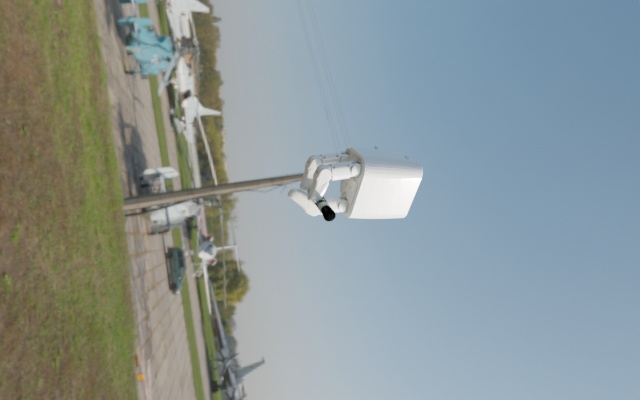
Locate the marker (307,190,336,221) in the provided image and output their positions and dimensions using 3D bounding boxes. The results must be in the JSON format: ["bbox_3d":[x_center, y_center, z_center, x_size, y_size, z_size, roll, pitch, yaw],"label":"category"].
[{"bbox_3d":[0.000,0.002,0.752,0.020,0.020,0.121,0,21,-16],"label":"marker"}]
